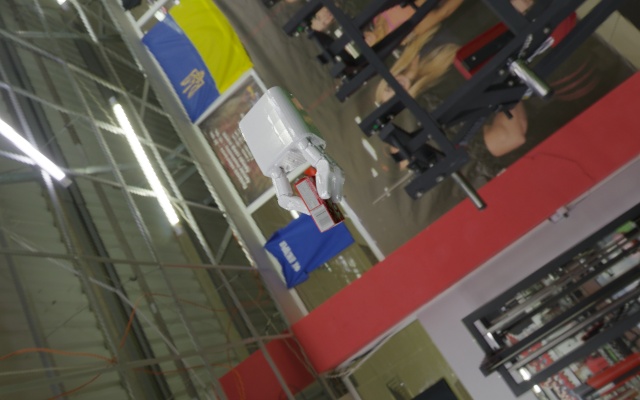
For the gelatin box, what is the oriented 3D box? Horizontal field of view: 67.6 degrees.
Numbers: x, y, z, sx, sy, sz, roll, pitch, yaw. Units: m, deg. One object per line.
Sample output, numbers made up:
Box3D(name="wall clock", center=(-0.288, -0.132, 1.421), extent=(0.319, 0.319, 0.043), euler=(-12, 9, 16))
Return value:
Box3D(name="gelatin box", center=(0.000, 0.003, 0.766), extent=(0.030, 0.089, 0.073), euler=(-31, -4, 15))
